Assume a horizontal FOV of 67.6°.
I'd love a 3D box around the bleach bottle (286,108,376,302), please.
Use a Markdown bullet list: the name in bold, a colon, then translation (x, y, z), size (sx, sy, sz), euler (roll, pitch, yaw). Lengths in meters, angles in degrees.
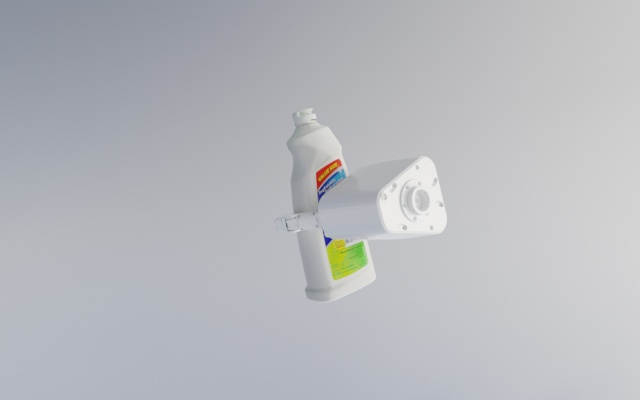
- **bleach bottle**: translation (0.000, 0.002, 0.652), size (0.102, 0.251, 0.068), euler (-18, 6, -35)
